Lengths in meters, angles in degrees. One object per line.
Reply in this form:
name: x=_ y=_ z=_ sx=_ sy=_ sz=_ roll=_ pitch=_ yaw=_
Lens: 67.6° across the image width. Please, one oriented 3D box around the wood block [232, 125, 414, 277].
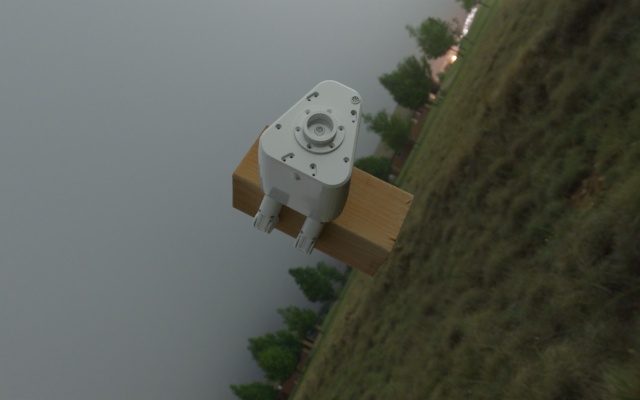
wood block: x=0.000 y=0.002 z=0.612 sx=0.206 sy=0.090 sz=0.090 roll=27 pitch=-29 yaw=5
